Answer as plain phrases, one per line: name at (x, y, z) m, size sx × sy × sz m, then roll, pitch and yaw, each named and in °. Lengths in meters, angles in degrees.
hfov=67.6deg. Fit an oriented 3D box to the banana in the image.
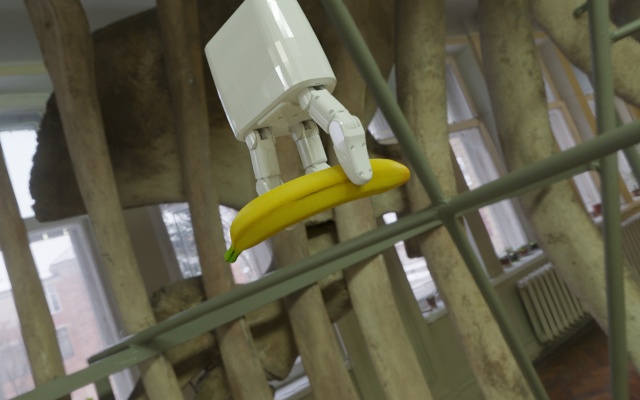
banana at (-0.002, -0.003, 0.435) m, size 0.198 × 0.037 × 0.070 m, roll -23°, pitch -14°, yaw -10°
